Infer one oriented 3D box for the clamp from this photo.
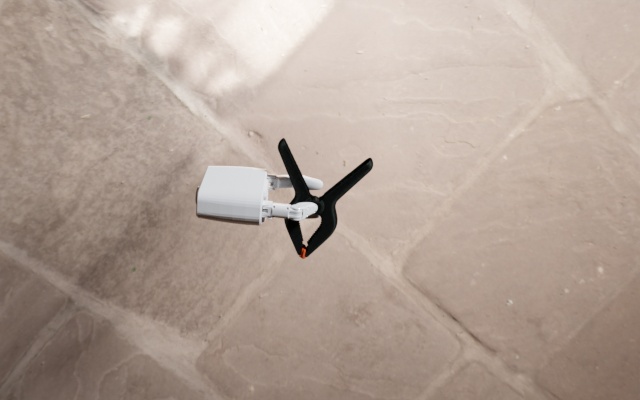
[{"bbox_3d":[0.000,0.003,0.834,0.164,0.210,0.036,6,17,-1],"label":"clamp"}]
